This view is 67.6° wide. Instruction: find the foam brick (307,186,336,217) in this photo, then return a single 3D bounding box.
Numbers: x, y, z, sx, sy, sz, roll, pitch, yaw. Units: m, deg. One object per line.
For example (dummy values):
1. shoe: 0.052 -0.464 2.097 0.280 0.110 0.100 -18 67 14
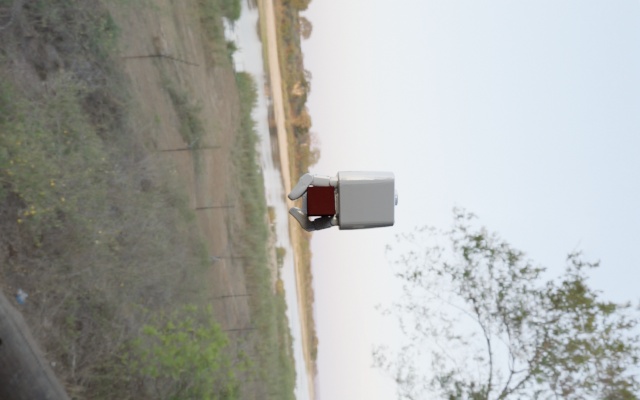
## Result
1. foam brick: 0.000 0.003 0.886 0.051 0.053 0.078 -1 -4 -2
